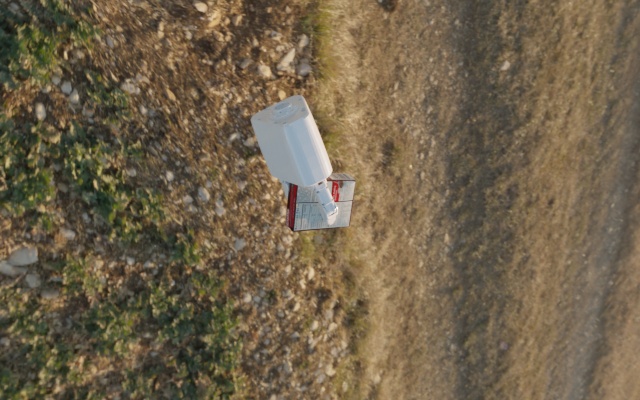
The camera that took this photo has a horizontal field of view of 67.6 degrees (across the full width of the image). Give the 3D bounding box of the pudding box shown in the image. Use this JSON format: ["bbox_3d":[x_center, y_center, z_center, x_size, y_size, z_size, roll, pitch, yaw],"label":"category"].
[{"bbox_3d":[0.000,0.003,0.804,0.113,0.090,0.039,-2,22,-25],"label":"pudding box"}]
